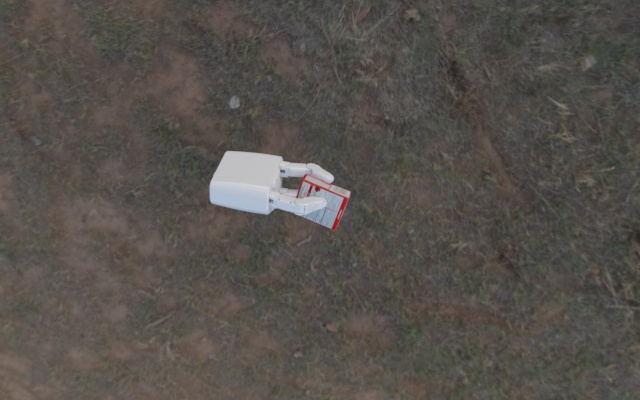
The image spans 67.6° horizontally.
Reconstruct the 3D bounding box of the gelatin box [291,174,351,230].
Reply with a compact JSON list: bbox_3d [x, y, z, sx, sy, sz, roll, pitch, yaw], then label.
[{"bbox_3d":[0.000,0.003,0.850,0.089,0.073,0.030,22,30,3],"label":"gelatin box"}]
